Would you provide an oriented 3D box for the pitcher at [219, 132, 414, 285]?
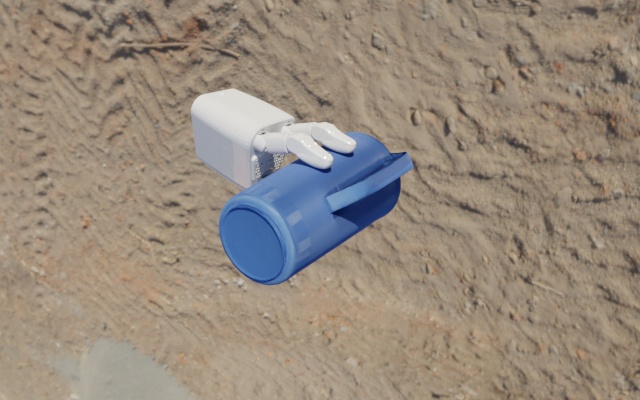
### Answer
[{"bbox_3d":[0.000,0.002,0.593,0.145,0.149,0.242,30,35,21],"label":"pitcher"}]
